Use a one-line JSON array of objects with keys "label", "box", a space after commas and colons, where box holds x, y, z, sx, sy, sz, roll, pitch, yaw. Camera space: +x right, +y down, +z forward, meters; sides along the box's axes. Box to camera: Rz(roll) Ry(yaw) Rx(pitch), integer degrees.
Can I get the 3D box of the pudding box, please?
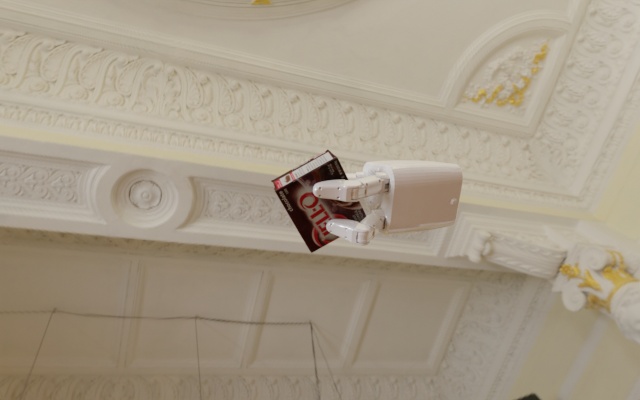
[{"label": "pudding box", "box": [0.000, 0.002, 0.631, 0.090, 0.113, 0.039, -30, 28, -2]}]
